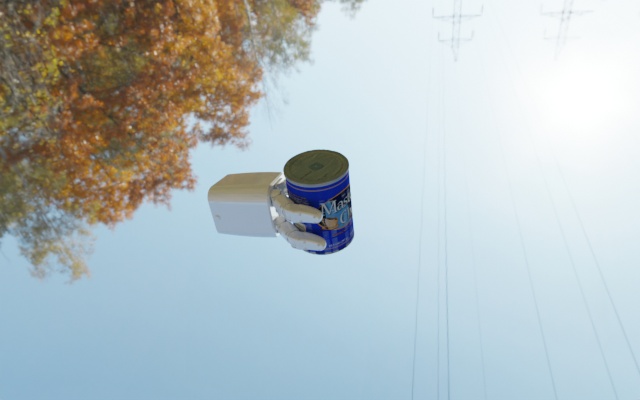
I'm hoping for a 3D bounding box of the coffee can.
[{"bbox_3d":[0.000,0.002,0.775,0.103,0.140,0.102,-5,35,3],"label":"coffee can"}]
